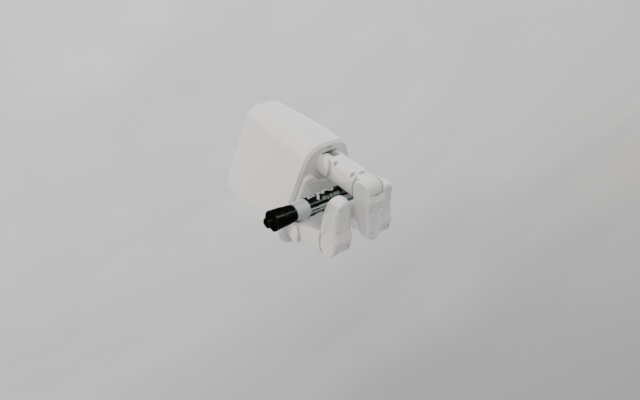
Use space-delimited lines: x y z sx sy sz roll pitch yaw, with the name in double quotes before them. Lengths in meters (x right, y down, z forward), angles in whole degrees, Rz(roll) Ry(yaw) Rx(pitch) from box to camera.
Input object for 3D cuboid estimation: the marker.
"marker" 0.000 0.001 0.431 0.121 0.020 0.020 -21 13 -36
